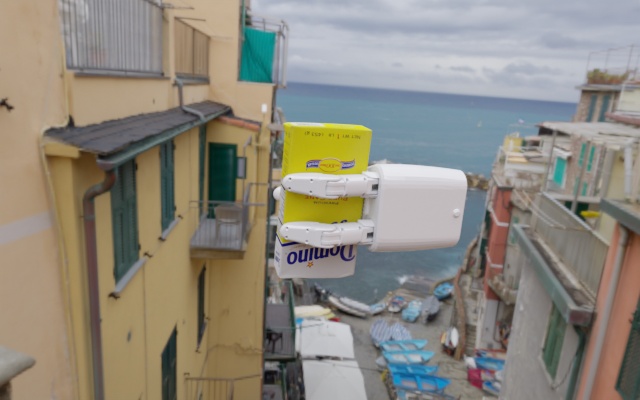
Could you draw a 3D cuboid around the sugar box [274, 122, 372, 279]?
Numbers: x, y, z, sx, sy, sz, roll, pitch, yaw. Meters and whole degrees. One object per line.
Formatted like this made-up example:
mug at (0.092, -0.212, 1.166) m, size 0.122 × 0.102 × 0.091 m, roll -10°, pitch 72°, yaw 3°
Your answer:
sugar box at (0.000, 0.002, 0.544) m, size 0.093 × 0.176 × 0.048 m, roll 1°, pitch 14°, yaw -15°
